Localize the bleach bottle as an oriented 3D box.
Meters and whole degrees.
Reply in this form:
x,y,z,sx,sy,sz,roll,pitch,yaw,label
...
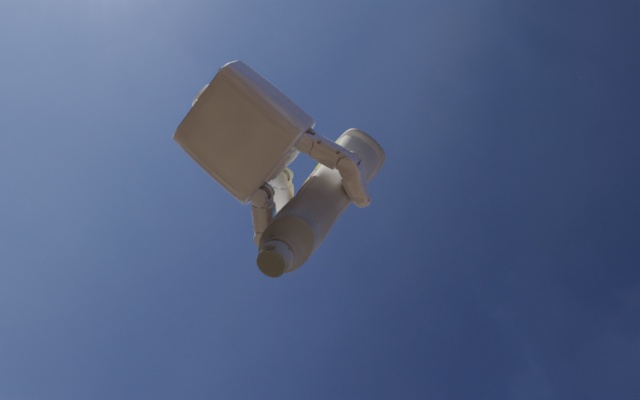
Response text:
x,y,z,sx,sy,sz,roll,pitch,yaw,label
0.000,0.002,0.528,0.068,0.103,0.250,40,30,-1,bleach bottle
